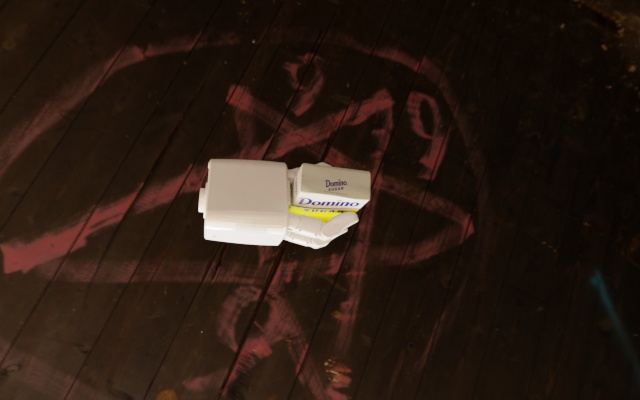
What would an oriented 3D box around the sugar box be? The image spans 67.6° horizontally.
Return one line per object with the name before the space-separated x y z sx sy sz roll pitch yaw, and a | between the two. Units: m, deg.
sugar box | 0.000 0.003 0.679 0.093 0.048 0.176 6 -16 -11
